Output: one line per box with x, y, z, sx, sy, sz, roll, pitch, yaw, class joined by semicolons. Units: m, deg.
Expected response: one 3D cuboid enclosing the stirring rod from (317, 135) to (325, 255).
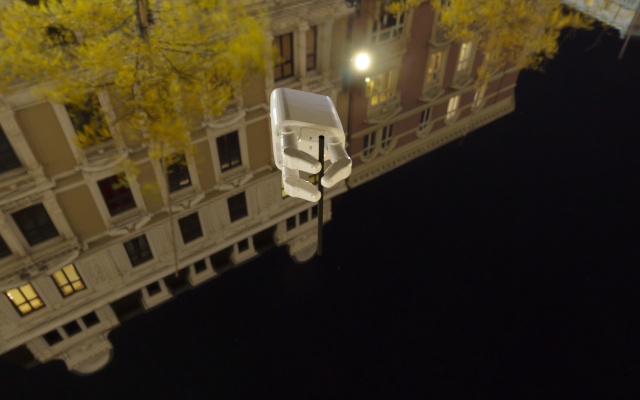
0.000;0.002;0.715;0.011;0.240;0.011;0;44;0;stirring rod
